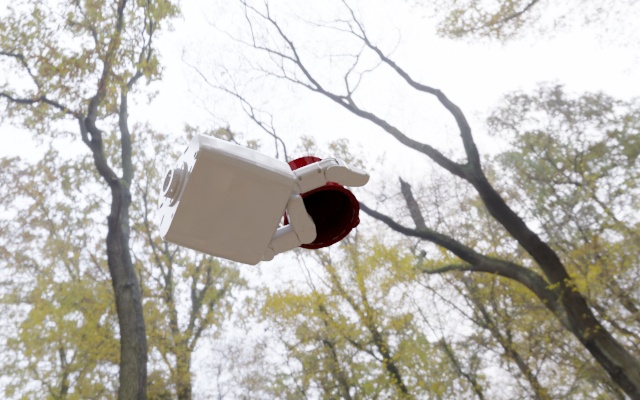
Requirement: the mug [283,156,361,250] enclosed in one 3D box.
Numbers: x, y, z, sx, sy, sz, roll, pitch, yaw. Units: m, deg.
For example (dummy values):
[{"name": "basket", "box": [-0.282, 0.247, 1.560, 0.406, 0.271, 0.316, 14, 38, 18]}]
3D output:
[{"name": "mug", "box": [0.001, 0.002, 0.589, 0.117, 0.093, 0.081, 19, 26, -32]}]
